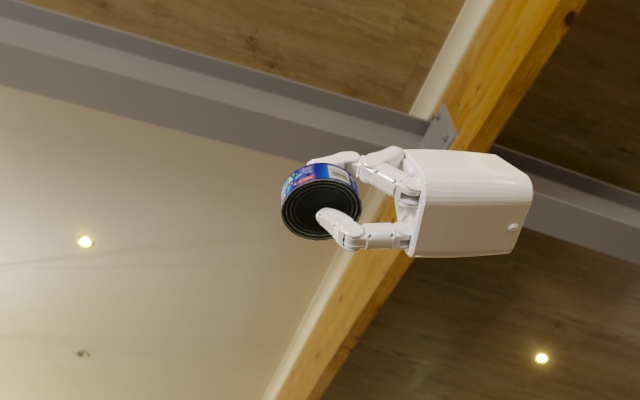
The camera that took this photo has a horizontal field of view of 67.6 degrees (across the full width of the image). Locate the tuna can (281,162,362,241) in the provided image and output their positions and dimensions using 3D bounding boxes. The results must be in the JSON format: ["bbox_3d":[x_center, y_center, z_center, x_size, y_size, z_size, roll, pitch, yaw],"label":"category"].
[{"bbox_3d":[0.000,0.001,0.516,0.086,0.086,0.033,0,40,-7],"label":"tuna can"}]
